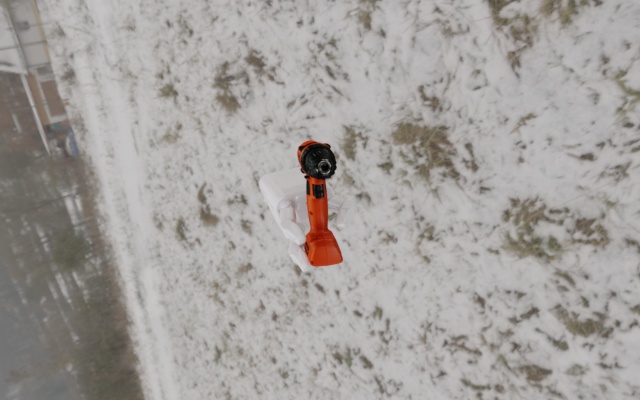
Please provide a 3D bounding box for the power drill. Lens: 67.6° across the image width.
[{"bbox_3d":[0.000,0.003,0.742,0.057,0.188,0.184,-4,13,-5],"label":"power drill"}]
